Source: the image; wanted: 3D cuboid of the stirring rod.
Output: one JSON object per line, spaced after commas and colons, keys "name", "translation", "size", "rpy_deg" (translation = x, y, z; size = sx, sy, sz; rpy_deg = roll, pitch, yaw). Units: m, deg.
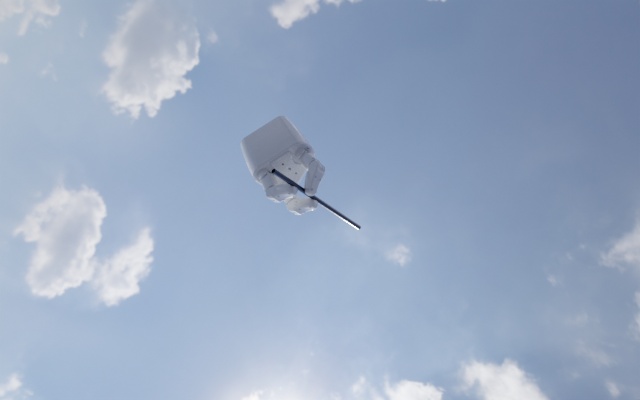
{"name": "stirring rod", "translation": [0.000, 0.003, 0.823], "size": [0.011, 0.011, 0.240], "rpy_deg": [0, -24, 42]}
